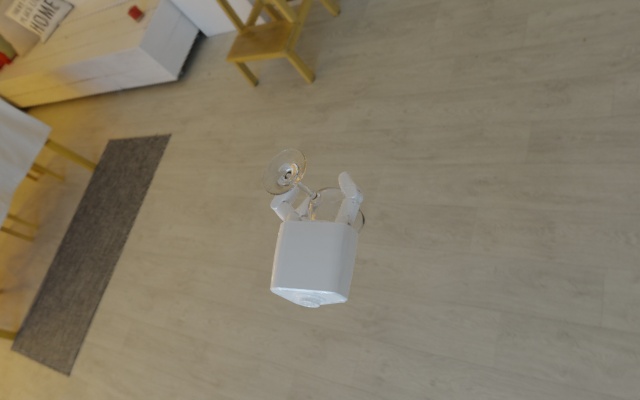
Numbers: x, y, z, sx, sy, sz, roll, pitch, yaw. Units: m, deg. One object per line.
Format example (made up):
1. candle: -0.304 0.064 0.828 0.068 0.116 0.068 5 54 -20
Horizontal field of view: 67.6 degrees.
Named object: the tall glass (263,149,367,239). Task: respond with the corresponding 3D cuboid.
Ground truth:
1. tall glass: 0.000 0.002 0.746 0.079 0.079 0.201 0 -25 35
